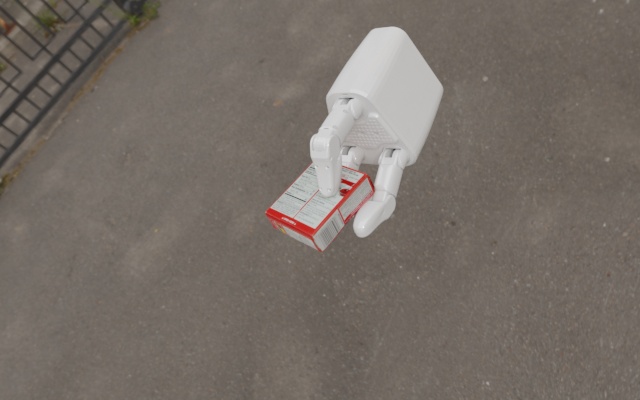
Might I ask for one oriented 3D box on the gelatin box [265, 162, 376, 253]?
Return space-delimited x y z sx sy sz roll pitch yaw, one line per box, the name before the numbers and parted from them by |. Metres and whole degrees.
gelatin box | 0.000 0.002 0.482 0.073 0.089 0.030 23 -28 42
